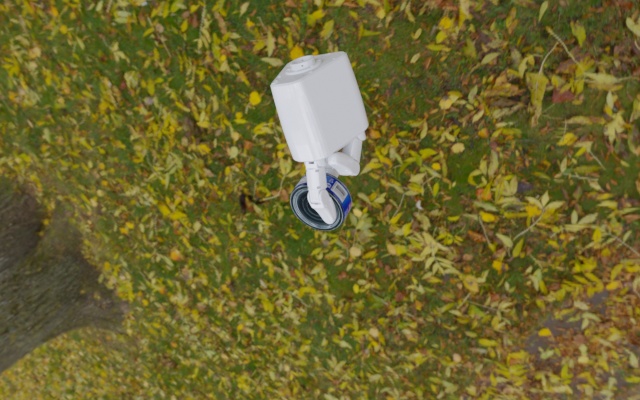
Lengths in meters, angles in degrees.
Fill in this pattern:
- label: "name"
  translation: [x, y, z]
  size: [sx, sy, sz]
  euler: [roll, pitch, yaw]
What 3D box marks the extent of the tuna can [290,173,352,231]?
- label: "tuna can"
  translation: [0.000, 0.003, 0.689]
  size: [0.086, 0.086, 0.033]
  euler: [0, 37, 30]
